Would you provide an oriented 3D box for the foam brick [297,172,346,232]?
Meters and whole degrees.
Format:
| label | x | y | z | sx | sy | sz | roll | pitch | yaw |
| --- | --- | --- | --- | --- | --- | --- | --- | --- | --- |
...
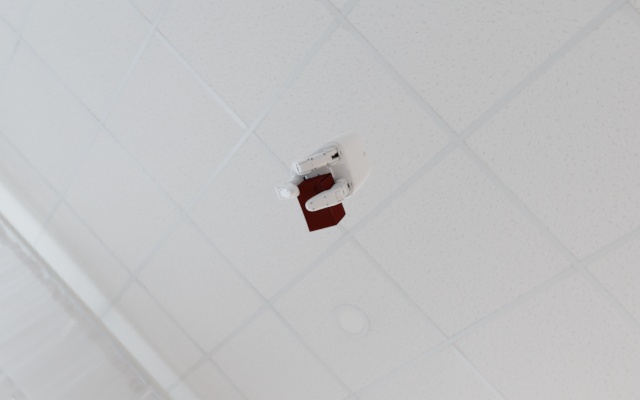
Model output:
| label | x | y | z | sx | sy | sz | roll | pitch | yaw |
| --- | --- | --- | --- | --- | --- | --- | --- | --- | --- |
| foam brick | 0.000 | 0.003 | 0.778 | 0.053 | 0.078 | 0.051 | -14 | 14 | 25 |
